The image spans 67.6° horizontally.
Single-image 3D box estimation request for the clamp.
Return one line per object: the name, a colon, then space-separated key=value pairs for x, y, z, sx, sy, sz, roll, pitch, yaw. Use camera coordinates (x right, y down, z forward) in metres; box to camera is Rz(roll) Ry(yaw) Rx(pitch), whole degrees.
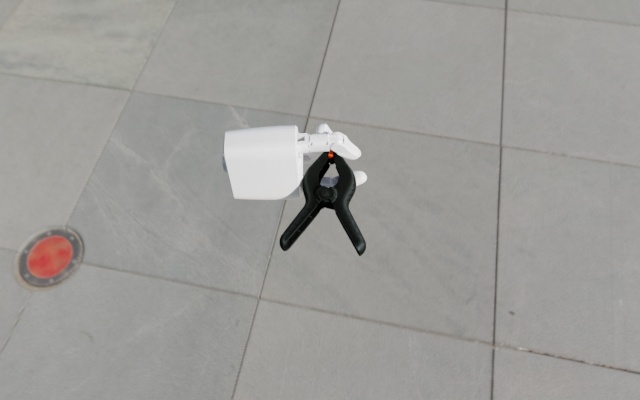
clamp: x=0.000 y=0.002 z=0.690 sx=0.120 sy=0.171 sz=0.039 roll=-3 pitch=-28 yaw=0
